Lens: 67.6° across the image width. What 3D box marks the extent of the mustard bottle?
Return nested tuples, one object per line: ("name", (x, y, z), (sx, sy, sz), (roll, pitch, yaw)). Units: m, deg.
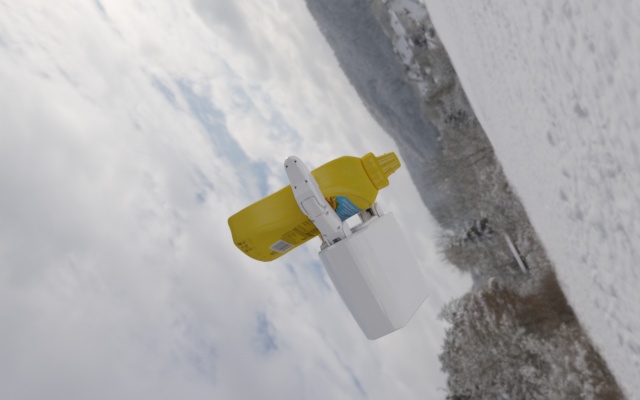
("mustard bottle", (0.000, 0.002, 0.524), (0.191, 0.058, 0.096), (-29, -27, 15))
